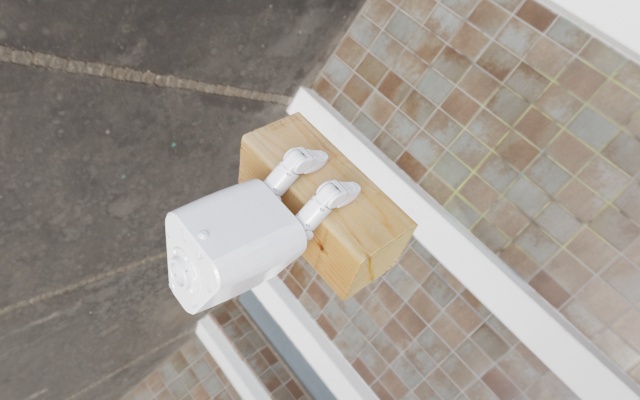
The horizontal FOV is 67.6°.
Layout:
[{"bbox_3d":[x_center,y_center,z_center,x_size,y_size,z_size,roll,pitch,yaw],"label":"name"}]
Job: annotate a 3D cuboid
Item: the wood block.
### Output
[{"bbox_3d":[0.000,0.002,0.565,0.090,0.206,0.091,-29,-26,-31],"label":"wood block"}]
